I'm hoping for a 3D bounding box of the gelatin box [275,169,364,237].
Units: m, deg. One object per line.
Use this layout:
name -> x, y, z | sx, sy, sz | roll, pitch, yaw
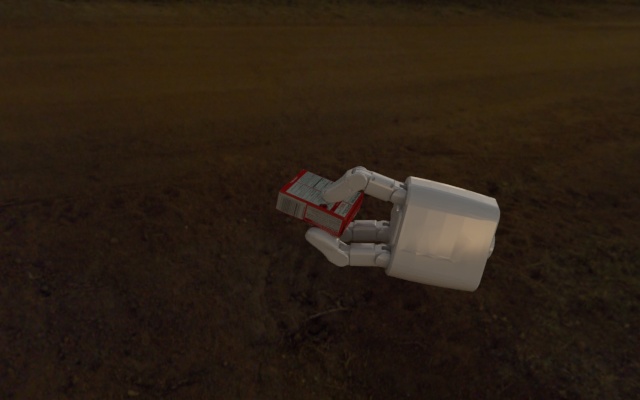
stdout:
gelatin box -> 0.000, 0.001, 0.584 | 0.089, 0.030, 0.073 | 23, 31, 11
